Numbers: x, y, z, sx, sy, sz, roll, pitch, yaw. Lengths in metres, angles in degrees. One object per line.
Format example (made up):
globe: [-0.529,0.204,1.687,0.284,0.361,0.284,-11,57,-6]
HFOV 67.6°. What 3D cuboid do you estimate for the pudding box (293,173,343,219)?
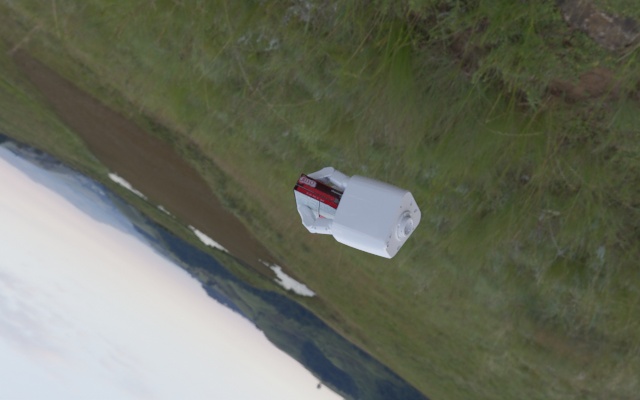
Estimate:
pudding box: [0.000,0.003,0.863,0.090,0.039,0.113,26,-19,10]
